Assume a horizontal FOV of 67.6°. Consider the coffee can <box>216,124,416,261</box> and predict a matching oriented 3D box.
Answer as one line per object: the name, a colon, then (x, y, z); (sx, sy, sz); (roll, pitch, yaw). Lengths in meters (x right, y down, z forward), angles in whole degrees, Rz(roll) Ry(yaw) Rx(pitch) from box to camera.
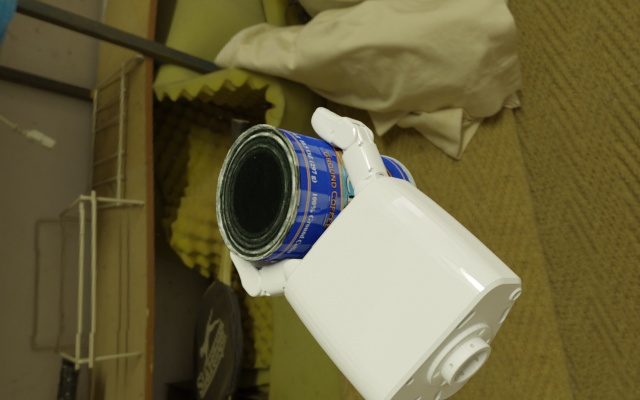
coffee can: (0.000, 0.001, 0.401); (0.140, 0.103, 0.103); (8, -6, -43)
